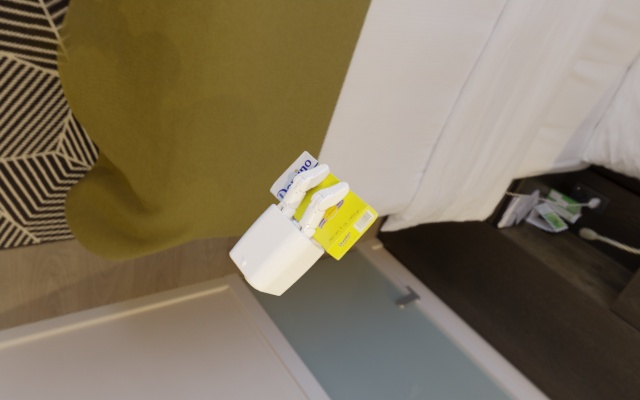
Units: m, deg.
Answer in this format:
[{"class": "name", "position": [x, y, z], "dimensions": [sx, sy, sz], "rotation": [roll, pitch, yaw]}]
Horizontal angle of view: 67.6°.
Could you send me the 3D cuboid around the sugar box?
[{"class": "sugar box", "position": [0.000, 0.002, 0.755], "dimensions": [0.176, 0.093, 0.048], "rotation": [43, 0, 38]}]
